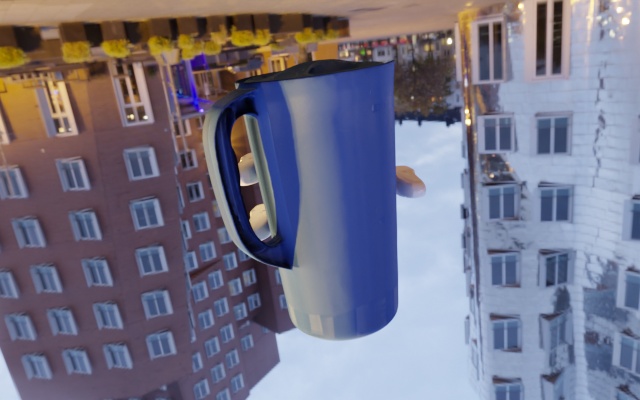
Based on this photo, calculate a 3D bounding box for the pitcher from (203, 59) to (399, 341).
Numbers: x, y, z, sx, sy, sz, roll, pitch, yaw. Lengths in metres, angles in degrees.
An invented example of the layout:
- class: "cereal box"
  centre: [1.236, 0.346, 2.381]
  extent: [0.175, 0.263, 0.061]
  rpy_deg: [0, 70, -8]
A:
- class: "pitcher"
  centre: [0.000, 0.001, 0.429]
  extent: [0.149, 0.243, 0.145]
  rpy_deg: [-5, 18, 8]
